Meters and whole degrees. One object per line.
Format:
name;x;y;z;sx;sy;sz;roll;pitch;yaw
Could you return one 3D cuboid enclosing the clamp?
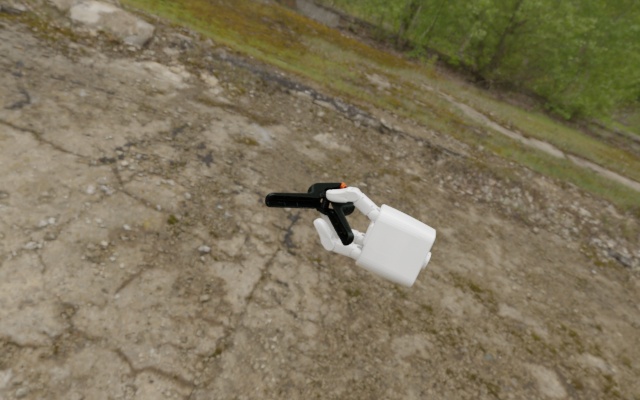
clamp;0.001;0.002;0.871;0.164;0.036;0.210;25;23;5
